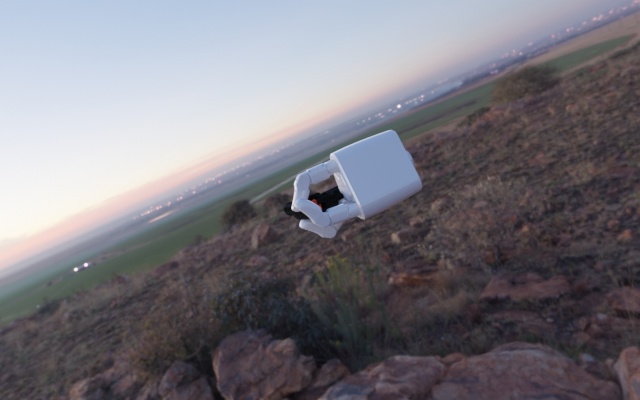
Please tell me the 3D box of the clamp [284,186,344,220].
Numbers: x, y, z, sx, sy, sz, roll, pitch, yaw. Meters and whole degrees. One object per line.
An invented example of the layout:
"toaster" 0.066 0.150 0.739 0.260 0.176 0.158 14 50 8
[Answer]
"clamp" 0.000 0.002 0.818 0.120 0.039 0.171 -26 8 -7
